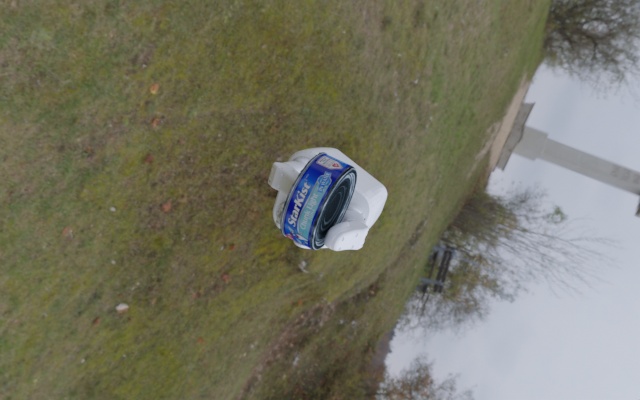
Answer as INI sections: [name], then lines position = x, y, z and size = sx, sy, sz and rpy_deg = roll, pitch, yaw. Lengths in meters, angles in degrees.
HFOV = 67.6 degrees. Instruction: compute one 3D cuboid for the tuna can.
[tuna can]
position = 0.001, 0.002, 0.437
size = 0.033, 0.086, 0.086
rpy_deg = 26, 8, 16
